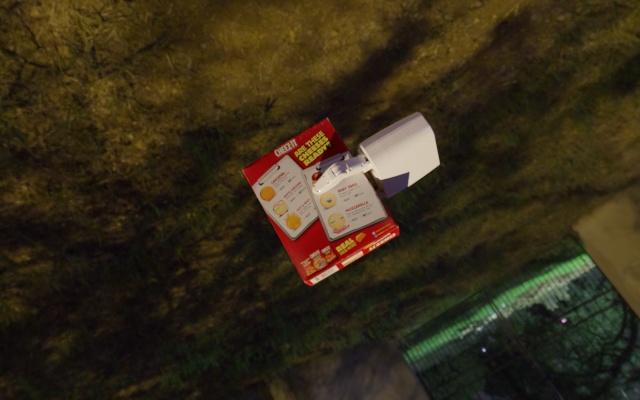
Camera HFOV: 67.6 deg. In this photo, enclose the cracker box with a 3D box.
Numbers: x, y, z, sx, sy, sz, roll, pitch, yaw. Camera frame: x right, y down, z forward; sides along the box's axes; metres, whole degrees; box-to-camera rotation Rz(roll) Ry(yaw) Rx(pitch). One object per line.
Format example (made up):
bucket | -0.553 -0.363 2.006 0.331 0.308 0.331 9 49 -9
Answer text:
cracker box | 0.000 0.003 0.760 0.164 0.213 0.072 -31 -19 0
